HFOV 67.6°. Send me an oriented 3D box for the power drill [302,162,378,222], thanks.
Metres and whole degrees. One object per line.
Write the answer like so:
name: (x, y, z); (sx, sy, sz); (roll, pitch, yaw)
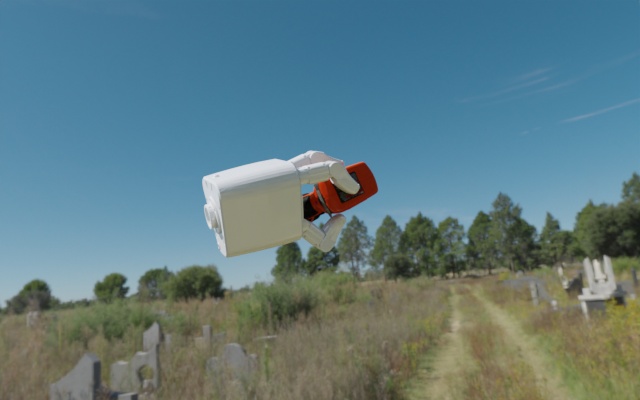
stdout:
power drill: (0.000, 0.002, 0.751); (0.184, 0.057, 0.188); (-27, -1, -42)
